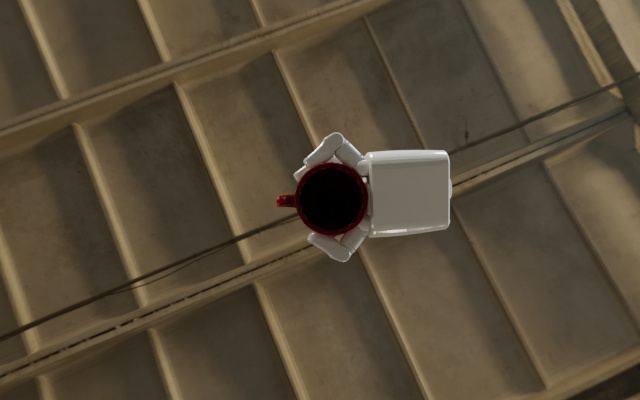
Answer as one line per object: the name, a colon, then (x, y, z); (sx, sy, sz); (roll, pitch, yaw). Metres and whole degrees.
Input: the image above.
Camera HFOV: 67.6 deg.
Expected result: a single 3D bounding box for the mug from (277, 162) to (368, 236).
mug: (-0.001, 0.002, 0.638); (0.117, 0.093, 0.081); (-3, -5, -3)
